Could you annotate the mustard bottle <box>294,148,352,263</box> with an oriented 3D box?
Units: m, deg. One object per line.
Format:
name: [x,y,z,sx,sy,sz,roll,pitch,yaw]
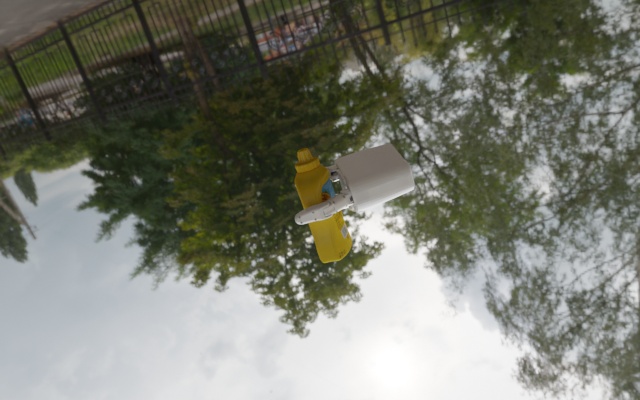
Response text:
mustard bottle: [0.000,0.003,0.813,0.058,0.192,0.096,-12,19,20]
